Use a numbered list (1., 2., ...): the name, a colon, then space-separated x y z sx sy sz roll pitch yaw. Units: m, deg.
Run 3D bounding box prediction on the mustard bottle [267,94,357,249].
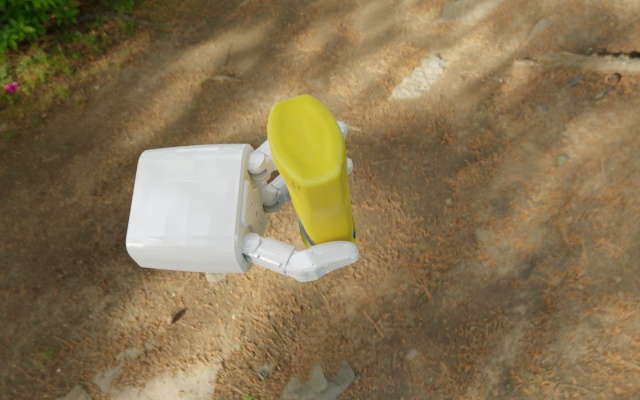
1. mustard bottle: 0.000 0.001 0.445 0.058 0.096 0.192 -20 -34 -4
